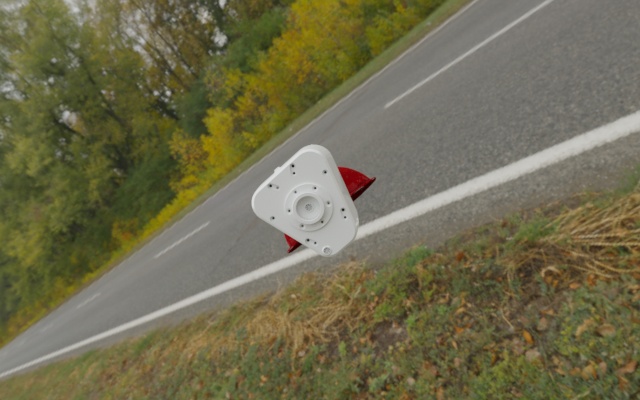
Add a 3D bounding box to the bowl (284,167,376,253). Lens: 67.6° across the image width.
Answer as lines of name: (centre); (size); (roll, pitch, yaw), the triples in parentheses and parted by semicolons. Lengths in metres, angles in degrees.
bowl: (0.000, 0.002, 0.672); (0.162, 0.055, 0.162); (-40, -6, -5)
